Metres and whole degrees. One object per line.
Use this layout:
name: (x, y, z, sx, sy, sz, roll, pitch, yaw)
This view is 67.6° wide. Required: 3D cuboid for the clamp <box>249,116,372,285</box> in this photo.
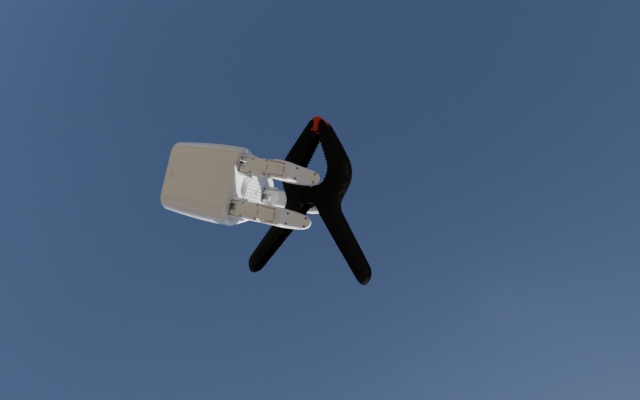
clamp: (0.000, 0.001, 0.594, 0.164, 0.210, 0.036, 10, -4, 25)
